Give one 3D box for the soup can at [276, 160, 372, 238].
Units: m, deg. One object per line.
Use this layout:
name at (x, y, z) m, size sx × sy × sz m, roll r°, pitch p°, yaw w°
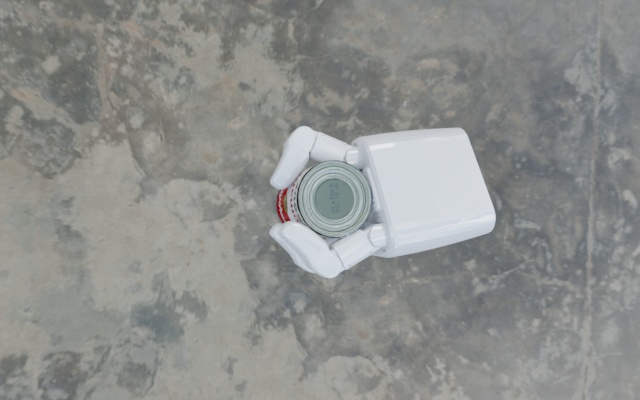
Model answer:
soup can at (0.000, 0.001, 0.446) m, size 0.068 × 0.068 × 0.102 m, roll 0°, pitch -3°, yaw -15°
